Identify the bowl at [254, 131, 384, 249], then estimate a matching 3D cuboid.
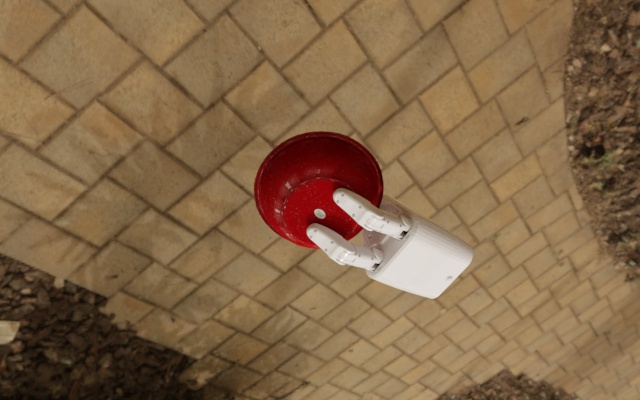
[{"bbox_3d":[-0.001,0.002,0.571,0.162,0.162,0.055,0,29,-4],"label":"bowl"}]
